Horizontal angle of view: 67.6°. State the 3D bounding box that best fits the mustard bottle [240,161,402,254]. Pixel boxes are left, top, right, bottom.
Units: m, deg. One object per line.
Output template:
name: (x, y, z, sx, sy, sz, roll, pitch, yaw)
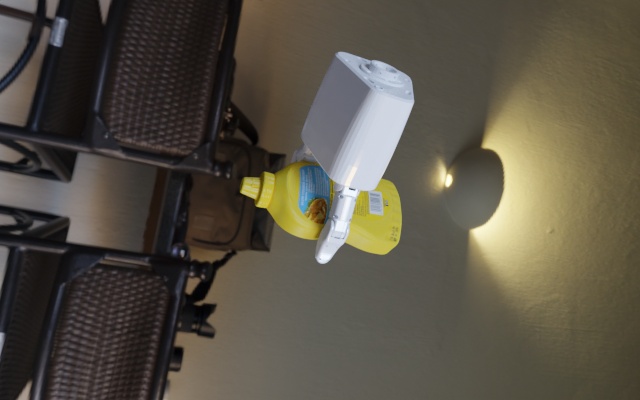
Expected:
mustard bottle: (0.000, 0.002, 0.568, 0.191, 0.096, 0.058, 13, -33, -18)
